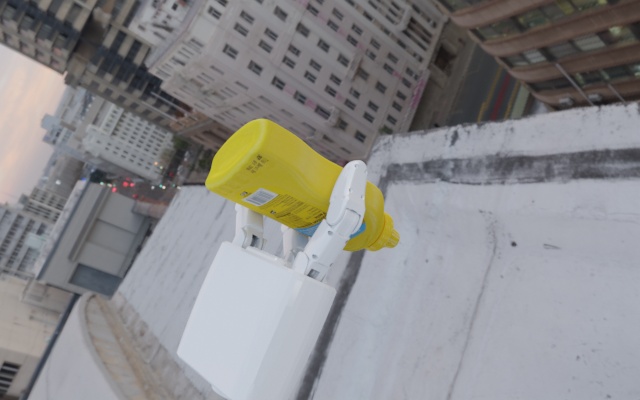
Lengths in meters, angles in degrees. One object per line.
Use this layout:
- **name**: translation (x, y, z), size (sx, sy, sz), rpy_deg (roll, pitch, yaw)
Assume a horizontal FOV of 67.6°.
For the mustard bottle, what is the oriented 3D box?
- **mustard bottle**: translation (0.000, 0.001, 0.436), size (0.192, 0.058, 0.096), rpy_deg (28, -34, -28)
